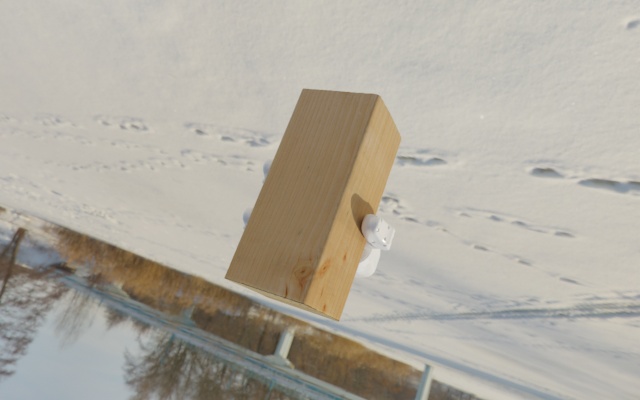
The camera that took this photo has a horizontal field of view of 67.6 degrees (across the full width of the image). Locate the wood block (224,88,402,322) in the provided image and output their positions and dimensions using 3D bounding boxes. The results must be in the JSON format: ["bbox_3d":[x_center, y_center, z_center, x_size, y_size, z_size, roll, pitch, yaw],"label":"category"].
[{"bbox_3d":[0.000,0.002,0.477,0.091,0.206,0.090,12,-17,29],"label":"wood block"}]
